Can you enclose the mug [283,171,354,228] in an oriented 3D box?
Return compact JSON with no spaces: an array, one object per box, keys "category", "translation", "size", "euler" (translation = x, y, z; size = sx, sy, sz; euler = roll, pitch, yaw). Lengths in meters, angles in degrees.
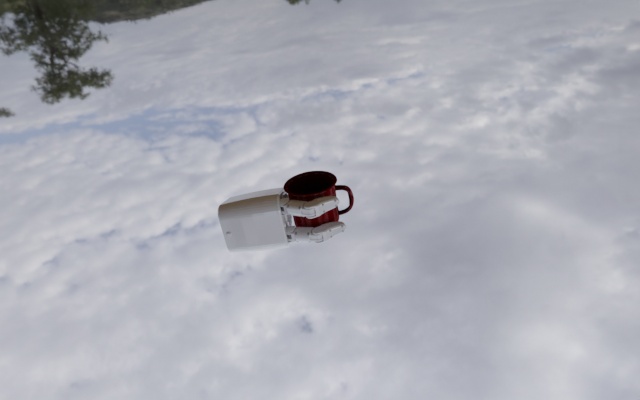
[{"category":"mug","translation":[0.002,0.003,0.833],"size":[0.117,0.081,0.093],"euler":[-7,28,6]}]
